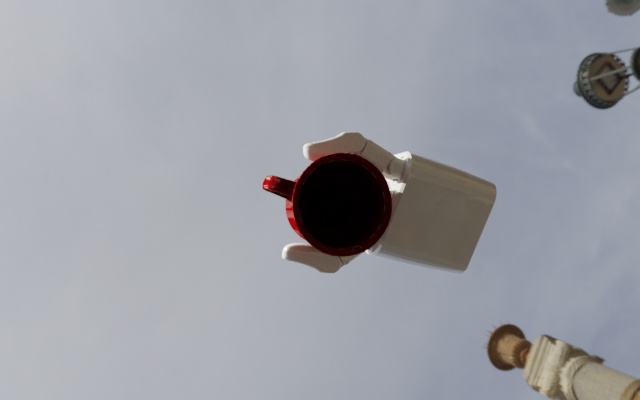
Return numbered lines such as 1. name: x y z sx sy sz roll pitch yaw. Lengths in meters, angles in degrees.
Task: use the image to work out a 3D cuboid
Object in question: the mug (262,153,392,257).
1. mug: -0.001 0.001 0.461 0.117 0.093 0.081 16 -5 -12
